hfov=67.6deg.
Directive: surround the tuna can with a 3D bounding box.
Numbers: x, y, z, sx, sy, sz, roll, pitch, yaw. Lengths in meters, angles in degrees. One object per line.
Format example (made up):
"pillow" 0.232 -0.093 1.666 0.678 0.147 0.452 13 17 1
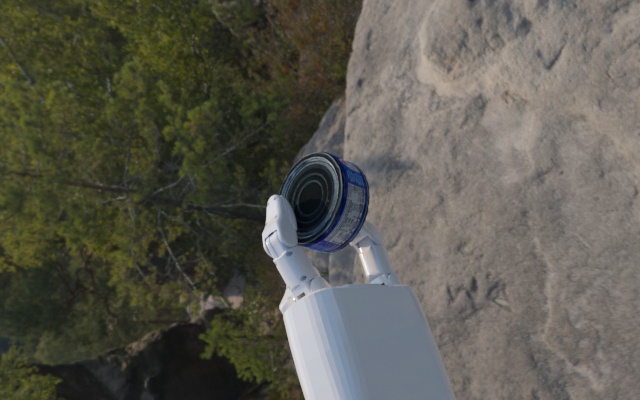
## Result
"tuna can" 0.000 0.001 0.420 0.034 0.086 0.086 20 -13 -41
